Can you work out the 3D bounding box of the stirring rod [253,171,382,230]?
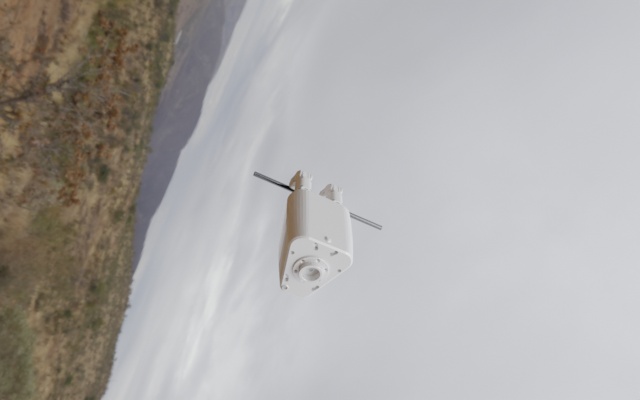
[{"bbox_3d":[0.000,0.003,0.793,0.239,0.011,0.011,23,-8,-18],"label":"stirring rod"}]
